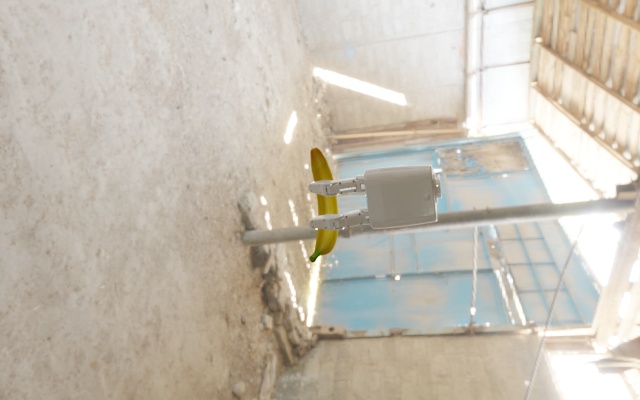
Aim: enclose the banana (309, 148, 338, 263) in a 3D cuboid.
[{"bbox_3d":[0.007,0.009,0.833,0.037,0.197,0.069,-5,-10,21],"label":"banana"}]
